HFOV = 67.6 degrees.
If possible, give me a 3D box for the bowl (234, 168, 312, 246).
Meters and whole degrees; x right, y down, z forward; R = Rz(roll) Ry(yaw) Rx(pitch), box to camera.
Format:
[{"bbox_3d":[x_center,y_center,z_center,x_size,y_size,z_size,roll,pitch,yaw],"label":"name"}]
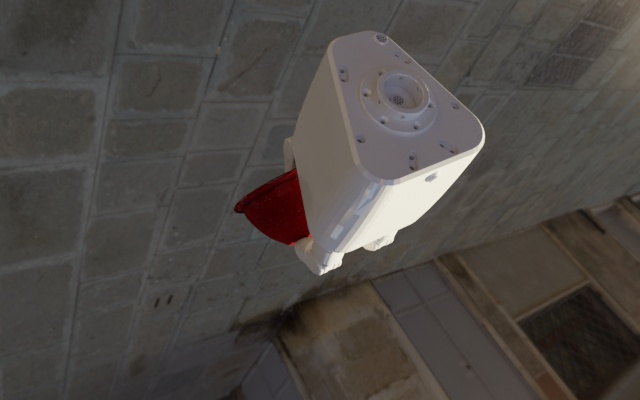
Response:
[{"bbox_3d":[0.000,0.002,0.470,0.162,0.055,0.162,-24,-5,-2],"label":"bowl"}]
